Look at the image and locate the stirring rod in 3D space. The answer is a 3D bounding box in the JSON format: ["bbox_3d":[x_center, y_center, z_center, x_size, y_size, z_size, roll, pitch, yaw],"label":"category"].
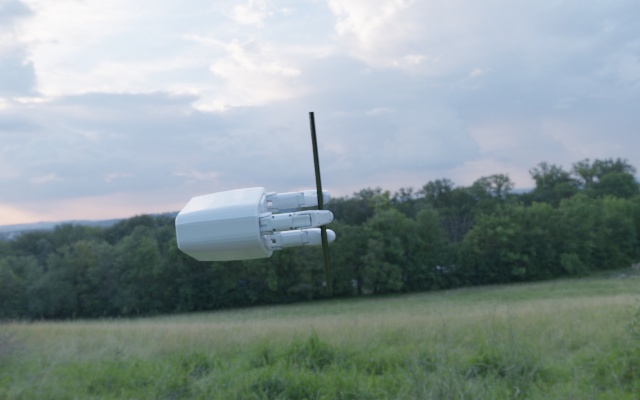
[{"bbox_3d":[0.000,0.002,0.636,0.011,0.239,0.011,-6,0,0],"label":"stirring rod"}]
